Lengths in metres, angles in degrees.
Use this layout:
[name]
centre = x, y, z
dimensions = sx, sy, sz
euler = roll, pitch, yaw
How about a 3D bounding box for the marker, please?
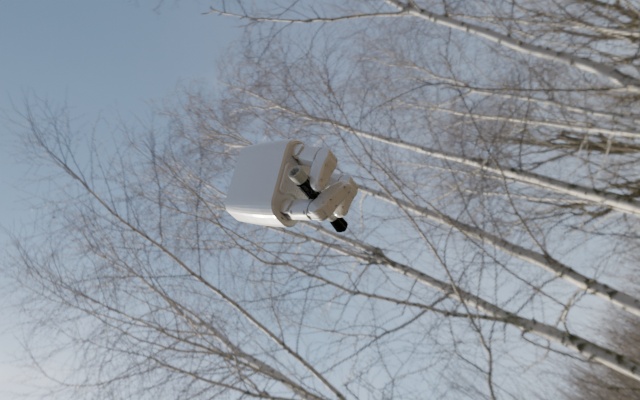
[marker]
centre = 0.000, 0.002, 0.604
dimensions = 0.020, 0.020, 0.121
euler = 0, -37, 40
